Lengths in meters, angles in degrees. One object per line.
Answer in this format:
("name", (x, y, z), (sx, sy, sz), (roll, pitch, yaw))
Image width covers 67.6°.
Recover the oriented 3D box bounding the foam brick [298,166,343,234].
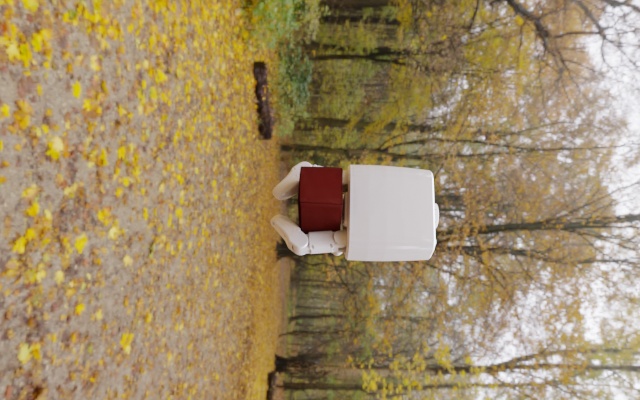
("foam brick", (0.000, 0.002, 0.575), (0.051, 0.053, 0.078), (2, -32, 0))
